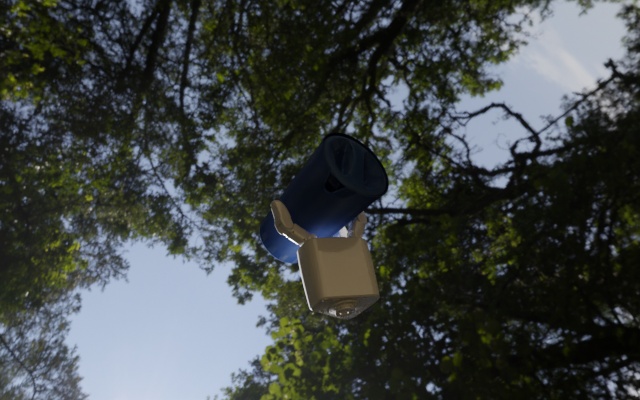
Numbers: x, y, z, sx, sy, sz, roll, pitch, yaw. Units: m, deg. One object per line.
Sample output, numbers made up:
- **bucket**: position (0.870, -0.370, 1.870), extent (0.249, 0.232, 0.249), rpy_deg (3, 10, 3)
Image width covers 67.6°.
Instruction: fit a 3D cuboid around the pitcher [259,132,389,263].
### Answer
- **pitcher**: position (0.000, 0.003, 0.840), extent (0.149, 0.145, 0.243), rpy_deg (14, -44, -33)
